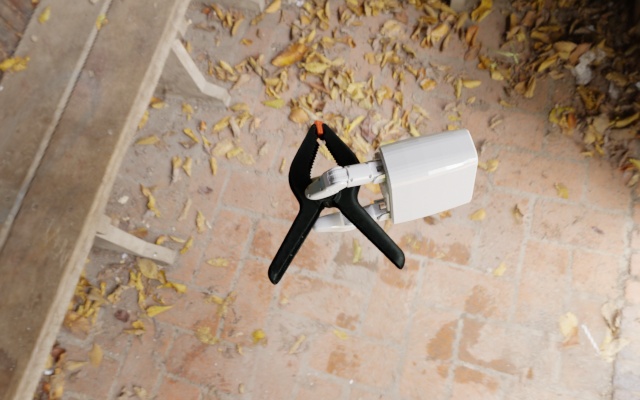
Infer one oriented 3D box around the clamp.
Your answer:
[{"bbox_3d":[0.000,0.001,0.595,0.164,0.210,0.036,-14,-18,1],"label":"clamp"}]
